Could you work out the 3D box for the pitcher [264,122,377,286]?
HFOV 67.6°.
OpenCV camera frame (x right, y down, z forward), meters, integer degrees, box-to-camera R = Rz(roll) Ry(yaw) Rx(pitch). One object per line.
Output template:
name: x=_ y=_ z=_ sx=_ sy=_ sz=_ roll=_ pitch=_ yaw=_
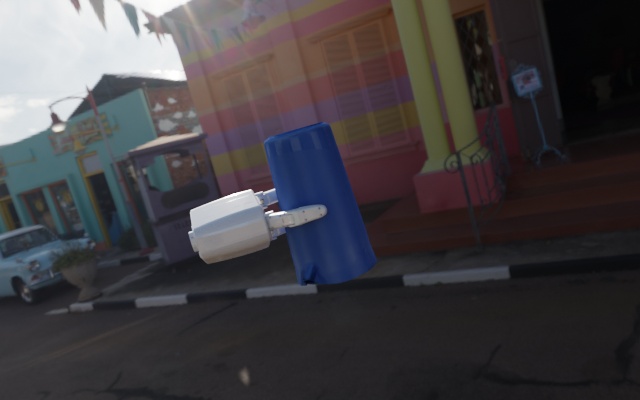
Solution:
pitcher: x=0.000 y=0.003 z=0.767 sx=0.145 sy=0.243 sz=0.149 roll=-17 pitch=9 yaw=-9
